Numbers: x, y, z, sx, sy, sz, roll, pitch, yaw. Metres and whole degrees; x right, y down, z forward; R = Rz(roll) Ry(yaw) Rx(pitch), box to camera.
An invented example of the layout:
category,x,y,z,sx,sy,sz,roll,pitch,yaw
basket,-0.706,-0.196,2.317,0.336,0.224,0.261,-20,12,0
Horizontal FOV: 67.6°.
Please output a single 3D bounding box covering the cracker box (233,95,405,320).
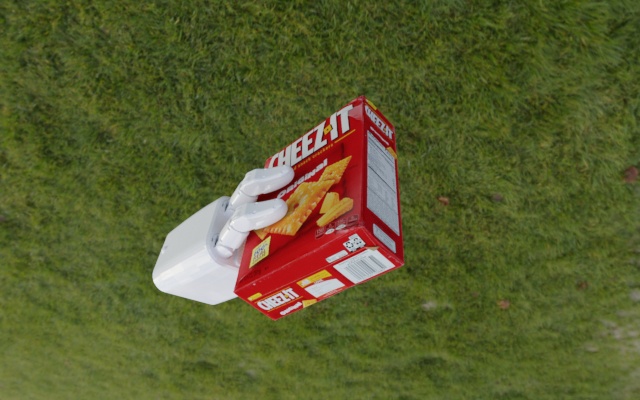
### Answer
category,x,y,z,sx,sy,sz,roll,pitch,yaw
cracker box,0.000,0.002,0.522,0.164,0.213,0.072,-29,-55,29
